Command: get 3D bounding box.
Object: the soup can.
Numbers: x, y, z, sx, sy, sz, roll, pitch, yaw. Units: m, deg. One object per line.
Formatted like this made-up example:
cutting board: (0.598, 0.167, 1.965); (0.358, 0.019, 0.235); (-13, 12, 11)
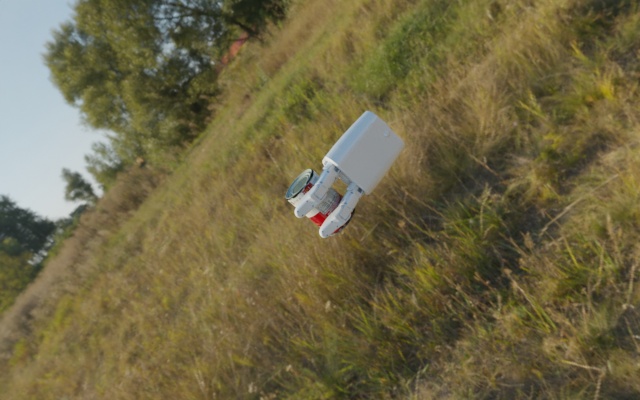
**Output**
soup can: (0.000, 0.003, 0.808); (0.102, 0.068, 0.068); (40, -16, -19)
